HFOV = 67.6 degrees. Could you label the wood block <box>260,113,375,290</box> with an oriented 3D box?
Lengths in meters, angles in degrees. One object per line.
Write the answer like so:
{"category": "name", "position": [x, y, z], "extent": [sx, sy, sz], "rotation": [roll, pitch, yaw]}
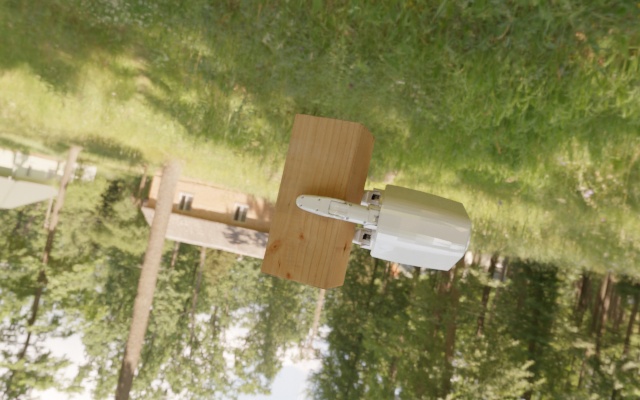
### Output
{"category": "wood block", "position": [0.000, 0.002, 0.626], "extent": [0.090, 0.206, 0.091], "rotation": [12, -2, 18]}
